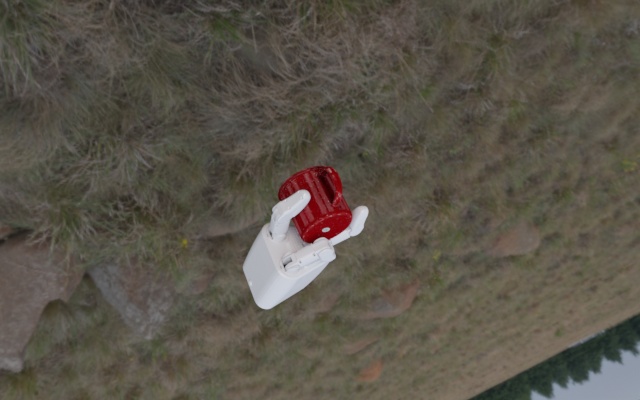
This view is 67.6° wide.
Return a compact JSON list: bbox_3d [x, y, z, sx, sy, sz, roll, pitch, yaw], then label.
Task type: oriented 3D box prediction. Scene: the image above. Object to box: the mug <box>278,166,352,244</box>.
[{"bbox_3d":[0.001,0.002,0.688,0.093,0.081,0.117,-6,-33,-35],"label":"mug"}]
